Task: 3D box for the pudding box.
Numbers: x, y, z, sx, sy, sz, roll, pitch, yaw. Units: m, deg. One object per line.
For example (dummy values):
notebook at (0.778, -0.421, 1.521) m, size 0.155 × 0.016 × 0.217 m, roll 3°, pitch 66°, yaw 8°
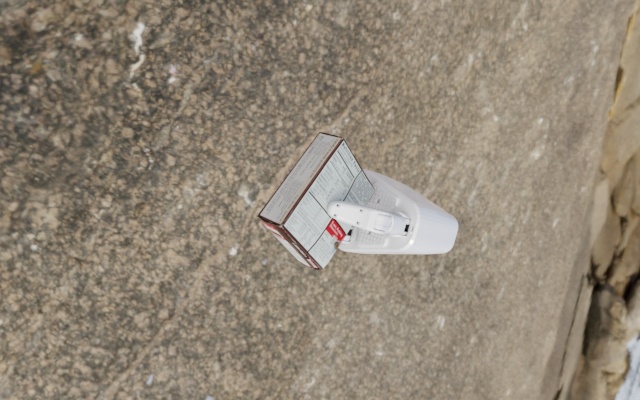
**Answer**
pudding box at (0.000, 0.002, 0.486) m, size 0.039 × 0.113 × 0.090 m, roll 16°, pitch -25°, yaw 41°
